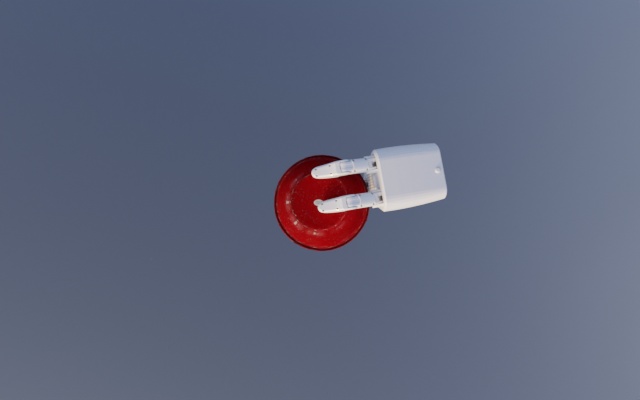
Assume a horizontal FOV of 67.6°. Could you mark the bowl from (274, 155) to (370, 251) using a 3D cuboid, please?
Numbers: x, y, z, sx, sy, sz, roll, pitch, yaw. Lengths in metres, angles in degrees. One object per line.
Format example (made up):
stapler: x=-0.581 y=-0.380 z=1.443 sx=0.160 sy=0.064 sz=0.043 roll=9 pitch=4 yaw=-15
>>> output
bowl: x=-0.001 y=0.003 z=0.774 sx=0.162 sy=0.162 sz=0.055 roll=0 pitch=-3 yaw=4
